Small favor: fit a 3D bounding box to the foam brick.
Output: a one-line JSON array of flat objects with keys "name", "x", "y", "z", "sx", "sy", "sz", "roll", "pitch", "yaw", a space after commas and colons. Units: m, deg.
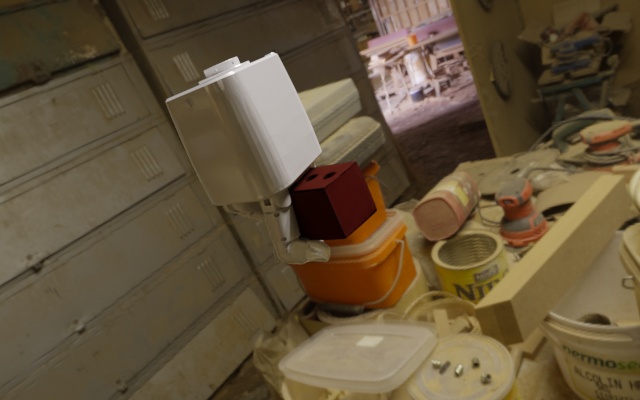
[{"name": "foam brick", "x": 0.000, "y": 0.001, "z": 0.436, "sx": 0.078, "sy": 0.051, "sz": 0.053, "roll": -5, "pitch": 24, "yaw": 43}]
